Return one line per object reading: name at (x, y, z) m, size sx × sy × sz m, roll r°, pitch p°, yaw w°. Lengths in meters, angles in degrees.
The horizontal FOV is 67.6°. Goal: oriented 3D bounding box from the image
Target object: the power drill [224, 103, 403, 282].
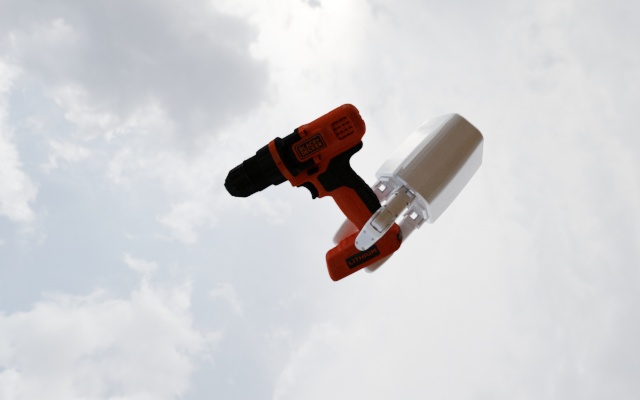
power drill at (0.001, 0.002, 0.578) m, size 0.184 × 0.188 × 0.057 m, roll -28°, pitch 14°, yaw 11°
